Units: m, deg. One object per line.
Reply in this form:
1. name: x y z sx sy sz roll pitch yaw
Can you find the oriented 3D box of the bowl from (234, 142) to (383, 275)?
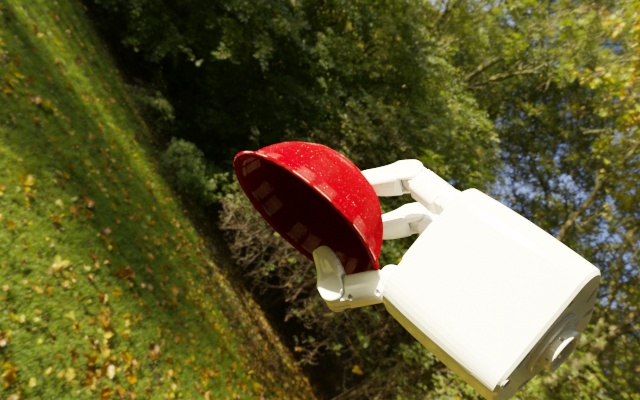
1. bowl: -0.001 0.000 0.427 0.055 0.162 0.162 -49 22 -22
